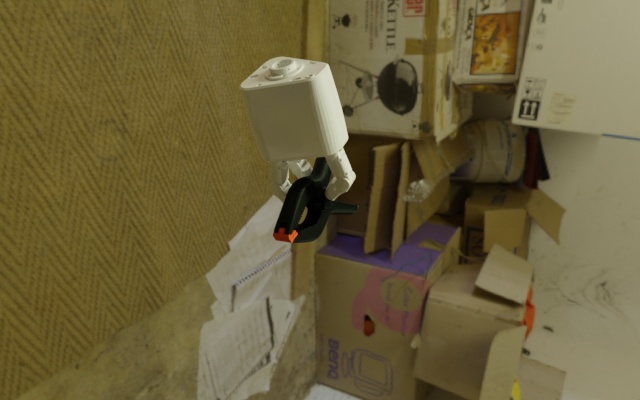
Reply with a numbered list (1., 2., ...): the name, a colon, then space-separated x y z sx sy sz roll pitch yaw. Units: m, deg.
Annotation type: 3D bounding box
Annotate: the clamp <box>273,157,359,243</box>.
1. clamp: 0.001 0.003 0.706 0.036 0.165 0.210 4 41 30
